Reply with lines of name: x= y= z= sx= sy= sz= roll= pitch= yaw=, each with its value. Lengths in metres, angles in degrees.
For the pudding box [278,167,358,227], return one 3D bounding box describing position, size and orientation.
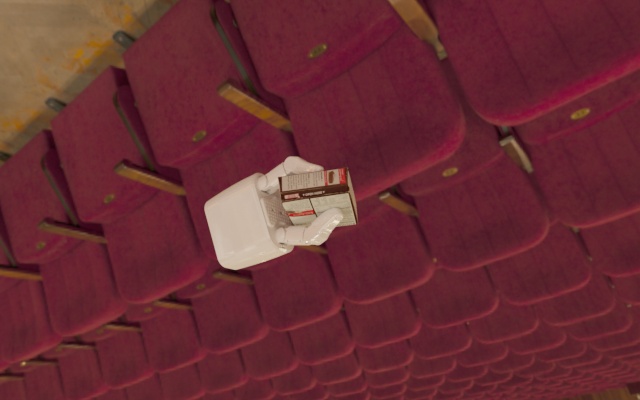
pudding box: x=0.000 y=0.002 z=0.631 sx=0.090 sy=0.039 sz=0.113 roll=-9 pitch=-24 yaw=6
